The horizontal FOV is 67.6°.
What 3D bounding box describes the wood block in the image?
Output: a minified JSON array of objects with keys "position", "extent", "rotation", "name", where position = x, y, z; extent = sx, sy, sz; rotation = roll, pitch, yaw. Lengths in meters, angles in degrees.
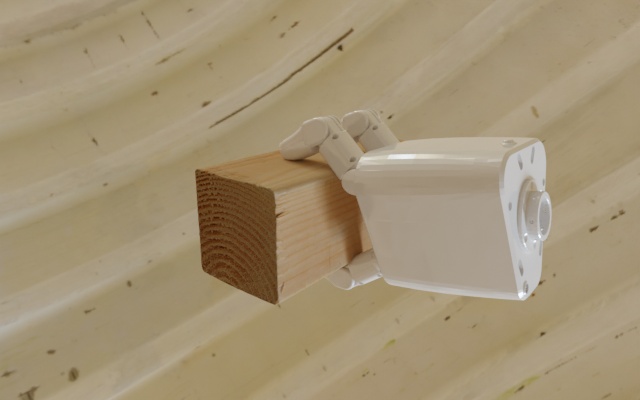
[{"position":[0.000,0.002,0.431],"extent":[0.090,0.091,0.206],"rotation":[15,23,37],"name":"wood block"}]
